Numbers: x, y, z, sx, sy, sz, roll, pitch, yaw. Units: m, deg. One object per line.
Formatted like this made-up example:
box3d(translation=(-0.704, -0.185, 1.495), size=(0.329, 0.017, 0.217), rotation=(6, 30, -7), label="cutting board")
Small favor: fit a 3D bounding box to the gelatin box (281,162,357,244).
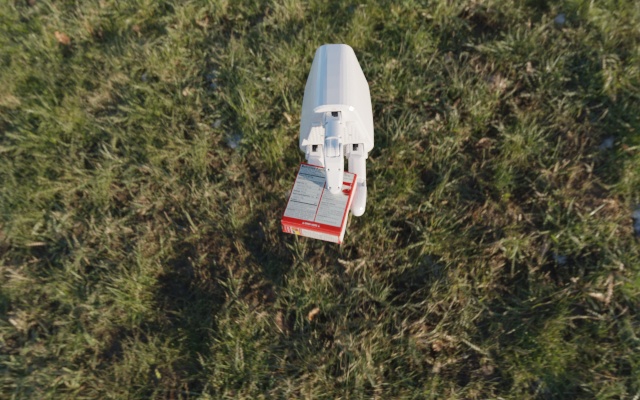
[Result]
box3d(translation=(0.000, 0.002, 0.578), size=(0.073, 0.089, 0.030), rotation=(11, -30, 10), label="gelatin box")
